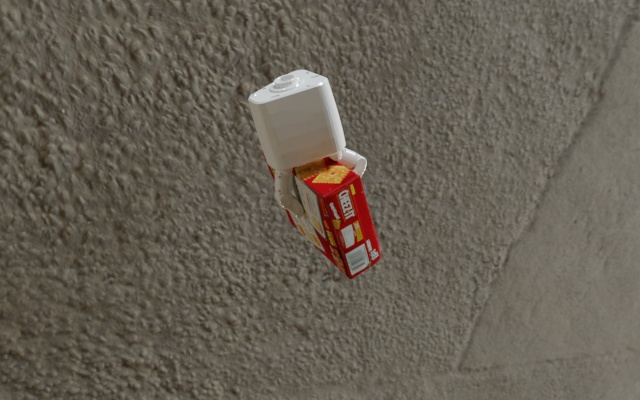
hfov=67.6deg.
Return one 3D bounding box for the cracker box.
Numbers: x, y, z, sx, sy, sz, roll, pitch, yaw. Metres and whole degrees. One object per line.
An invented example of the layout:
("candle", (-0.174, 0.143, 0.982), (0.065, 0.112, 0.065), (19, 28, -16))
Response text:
("cracker box", (0.000, 0.003, 0.773), (0.072, 0.164, 0.213), (-30, 35, -16))
